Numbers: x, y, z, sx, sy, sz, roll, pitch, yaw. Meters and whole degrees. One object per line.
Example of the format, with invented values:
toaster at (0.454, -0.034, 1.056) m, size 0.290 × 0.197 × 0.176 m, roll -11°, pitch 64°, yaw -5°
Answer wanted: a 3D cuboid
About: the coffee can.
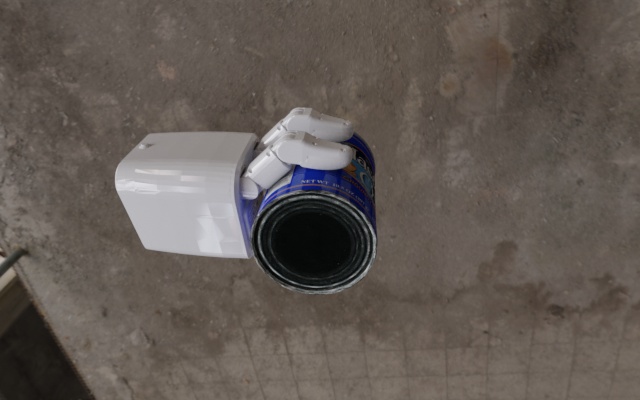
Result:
coffee can at (0.000, 0.001, 0.441) m, size 0.103 × 0.103 × 0.140 m, roll 0°, pitch 30°, yaw 6°
